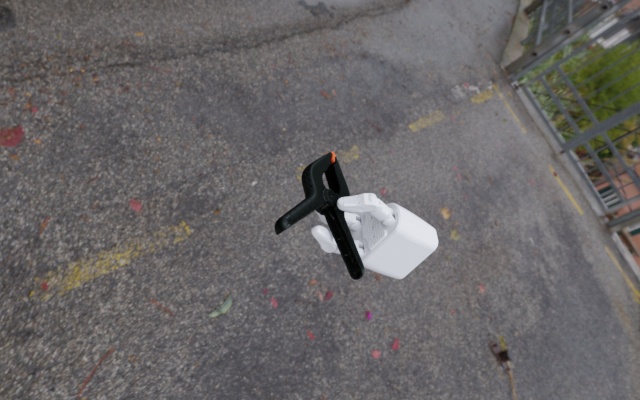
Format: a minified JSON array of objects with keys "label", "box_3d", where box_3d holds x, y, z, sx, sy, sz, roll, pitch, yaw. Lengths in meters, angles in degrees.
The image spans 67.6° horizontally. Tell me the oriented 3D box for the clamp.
[{"label":"clamp","box_3d":[0.001,0.002,0.725,0.164,0.209,0.036,29,-46,-35]}]
